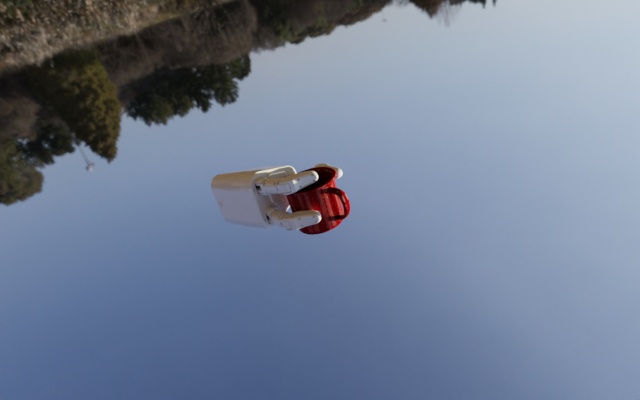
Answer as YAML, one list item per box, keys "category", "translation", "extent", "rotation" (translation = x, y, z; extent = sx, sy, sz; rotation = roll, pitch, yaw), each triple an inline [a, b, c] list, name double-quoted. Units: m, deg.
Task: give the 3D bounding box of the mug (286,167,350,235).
- category: "mug"
  translation: [0.001, 0.003, 0.769]
  extent: [0.117, 0.081, 0.093]
  rotation: [5, 33, 40]
